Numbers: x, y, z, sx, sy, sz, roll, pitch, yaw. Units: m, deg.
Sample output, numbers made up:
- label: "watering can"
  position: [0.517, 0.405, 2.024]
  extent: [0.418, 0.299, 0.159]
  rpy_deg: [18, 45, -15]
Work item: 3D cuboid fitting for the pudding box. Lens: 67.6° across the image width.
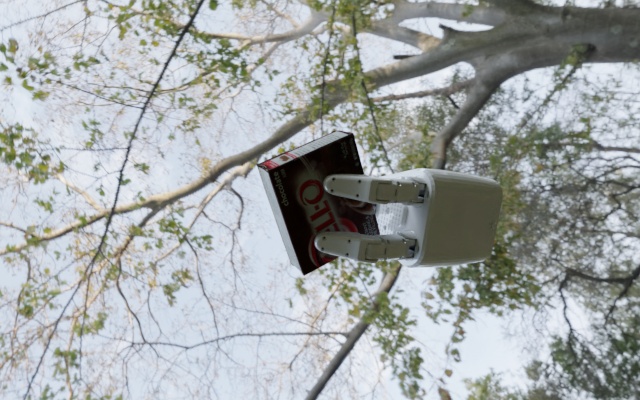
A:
- label: "pudding box"
  position: [0.000, 0.001, 0.453]
  extent: [0.090, 0.113, 0.039]
  rpy_deg: [-26, 22, -20]
